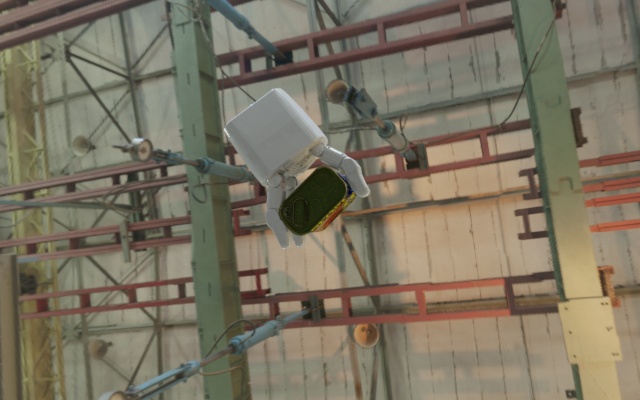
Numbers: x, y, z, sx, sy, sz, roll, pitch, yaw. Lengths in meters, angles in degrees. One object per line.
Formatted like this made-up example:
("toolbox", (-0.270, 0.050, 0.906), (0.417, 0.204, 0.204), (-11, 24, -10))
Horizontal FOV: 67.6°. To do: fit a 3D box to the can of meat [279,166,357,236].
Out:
("can of meat", (0.000, 0.002, 0.691), (0.102, 0.057, 0.084), (-45, -13, 11))
